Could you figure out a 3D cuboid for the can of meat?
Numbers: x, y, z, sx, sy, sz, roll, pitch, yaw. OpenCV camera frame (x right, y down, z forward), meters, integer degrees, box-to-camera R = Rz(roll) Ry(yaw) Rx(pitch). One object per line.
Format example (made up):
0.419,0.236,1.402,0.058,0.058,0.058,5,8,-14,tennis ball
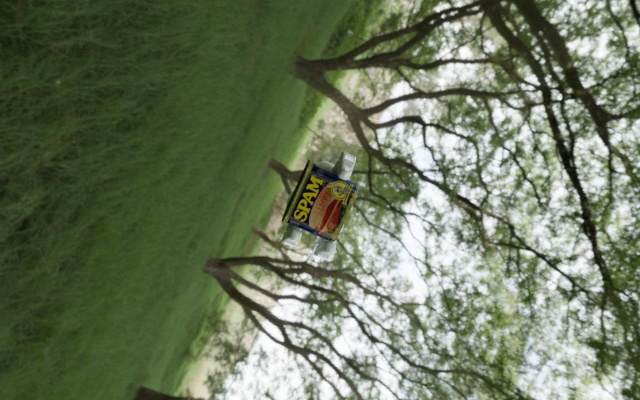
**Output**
0.000,0.002,0.716,0.084,0.102,0.057,24,5,-8,can of meat
